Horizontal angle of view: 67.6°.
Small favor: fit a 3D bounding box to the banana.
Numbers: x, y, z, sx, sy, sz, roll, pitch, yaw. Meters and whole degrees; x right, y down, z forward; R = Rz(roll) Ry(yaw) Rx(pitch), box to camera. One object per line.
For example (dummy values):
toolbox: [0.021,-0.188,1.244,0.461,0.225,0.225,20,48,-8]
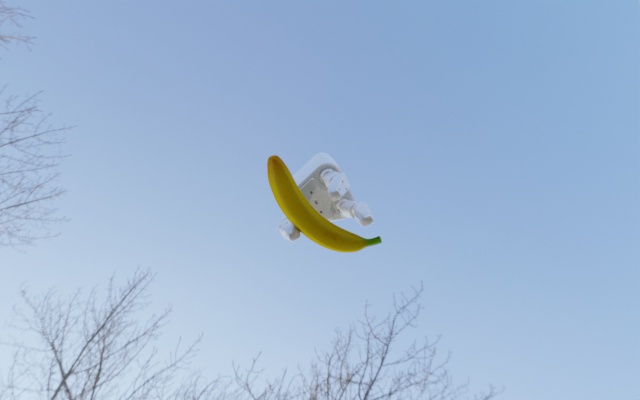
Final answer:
banana: [-0.009,0.018,0.670,0.198,0.069,0.037,37,14,-14]
